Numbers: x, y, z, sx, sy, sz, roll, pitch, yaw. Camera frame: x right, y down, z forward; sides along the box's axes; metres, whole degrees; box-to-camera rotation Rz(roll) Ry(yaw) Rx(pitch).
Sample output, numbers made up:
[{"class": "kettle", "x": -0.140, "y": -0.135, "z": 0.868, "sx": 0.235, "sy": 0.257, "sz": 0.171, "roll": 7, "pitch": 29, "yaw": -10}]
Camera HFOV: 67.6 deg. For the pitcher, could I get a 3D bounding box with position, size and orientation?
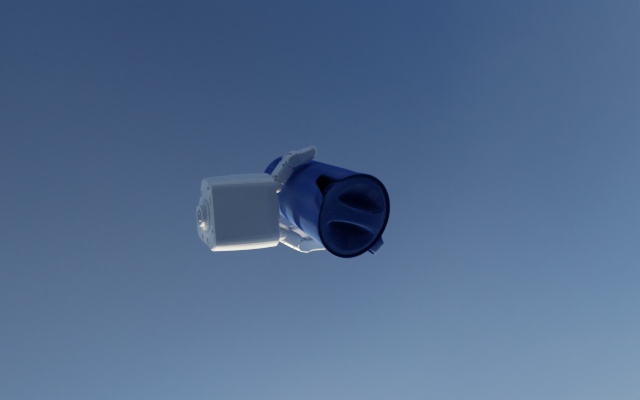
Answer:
[{"class": "pitcher", "x": 0.000, "y": 0.003, "z": 0.814, "sx": 0.145, "sy": 0.149, "sz": 0.242, "roll": -6, "pitch": 18, "yaw": -30}]
